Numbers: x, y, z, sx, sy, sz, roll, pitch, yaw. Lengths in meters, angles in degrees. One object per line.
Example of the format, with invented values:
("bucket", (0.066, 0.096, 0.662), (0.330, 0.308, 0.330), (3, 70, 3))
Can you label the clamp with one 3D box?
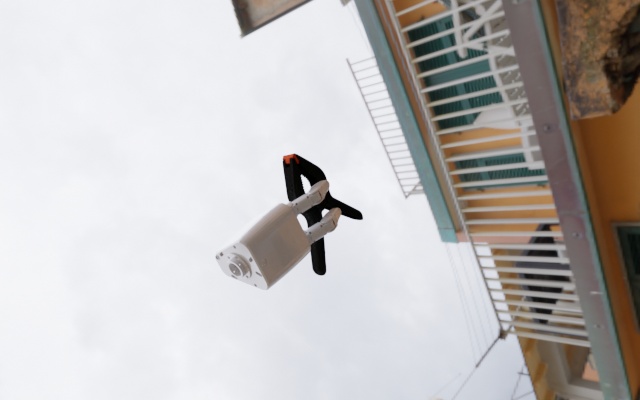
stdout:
("clamp", (-0.001, 0.003, 0.844), (0.036, 0.210, 0.164), (-8, 26, 41))
